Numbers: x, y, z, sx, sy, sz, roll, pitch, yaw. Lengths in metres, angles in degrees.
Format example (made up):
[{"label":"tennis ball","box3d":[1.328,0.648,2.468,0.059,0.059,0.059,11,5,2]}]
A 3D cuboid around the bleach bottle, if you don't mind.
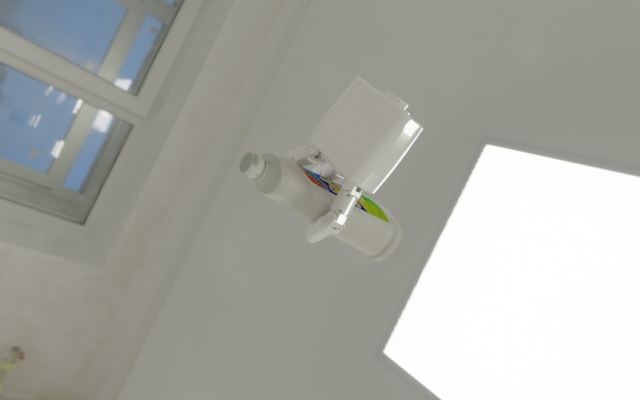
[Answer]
[{"label":"bleach bottle","box3d":[0.000,0.002,0.658,0.251,0.068,0.102,27,19,-38]}]
